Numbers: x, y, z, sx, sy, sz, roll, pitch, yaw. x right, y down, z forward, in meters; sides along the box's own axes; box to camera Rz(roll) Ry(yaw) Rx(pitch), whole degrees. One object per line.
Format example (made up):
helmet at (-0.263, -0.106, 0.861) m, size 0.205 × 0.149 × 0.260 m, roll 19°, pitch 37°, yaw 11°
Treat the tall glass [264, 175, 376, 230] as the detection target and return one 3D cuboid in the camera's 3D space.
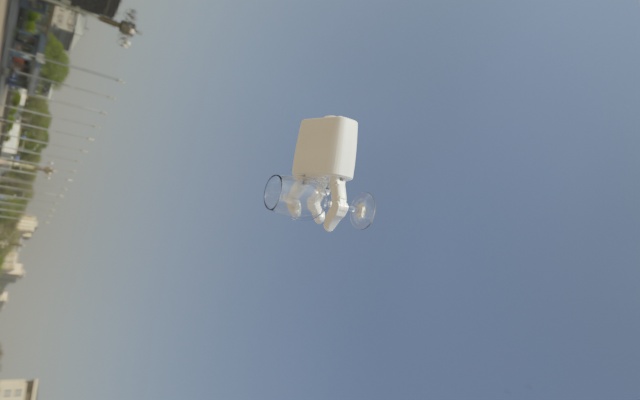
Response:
tall glass at (0.001, 0.003, 0.861) m, size 0.201 × 0.079 × 0.079 m, roll 11°, pitch -6°, yaw -34°
